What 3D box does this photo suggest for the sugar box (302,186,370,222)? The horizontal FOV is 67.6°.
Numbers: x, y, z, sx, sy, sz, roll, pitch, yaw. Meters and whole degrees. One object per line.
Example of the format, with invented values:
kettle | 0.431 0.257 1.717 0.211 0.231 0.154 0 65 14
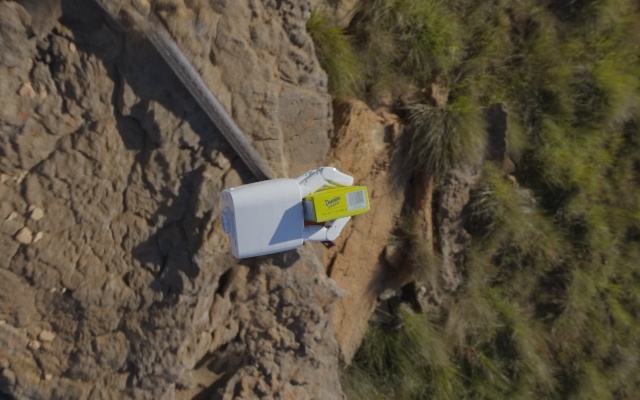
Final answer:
sugar box | 0.000 0.002 0.798 0.093 0.048 0.176 -11 8 -22
